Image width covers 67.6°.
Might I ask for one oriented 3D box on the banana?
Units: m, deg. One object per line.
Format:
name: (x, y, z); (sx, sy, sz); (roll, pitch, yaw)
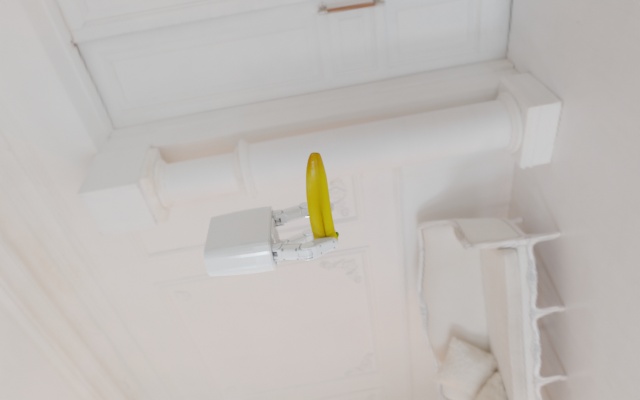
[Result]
banana: (0.001, 0.018, 0.744); (0.037, 0.069, 0.198); (-7, -44, 5)
